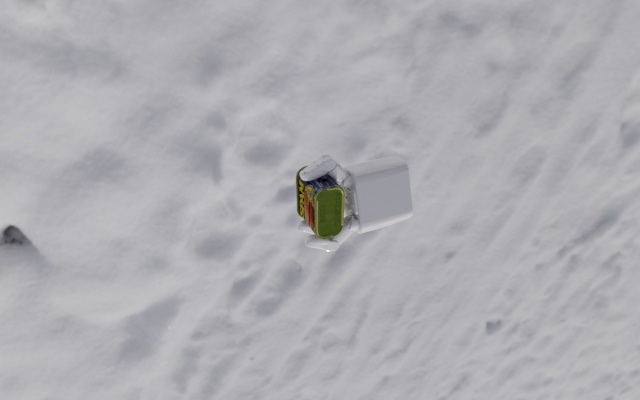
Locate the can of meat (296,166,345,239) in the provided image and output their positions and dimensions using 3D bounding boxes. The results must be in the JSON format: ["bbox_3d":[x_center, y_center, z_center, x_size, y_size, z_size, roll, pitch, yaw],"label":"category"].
[{"bbox_3d":[0.000,0.003,0.802,0.057,0.102,0.084,-12,32,-19],"label":"can of meat"}]
